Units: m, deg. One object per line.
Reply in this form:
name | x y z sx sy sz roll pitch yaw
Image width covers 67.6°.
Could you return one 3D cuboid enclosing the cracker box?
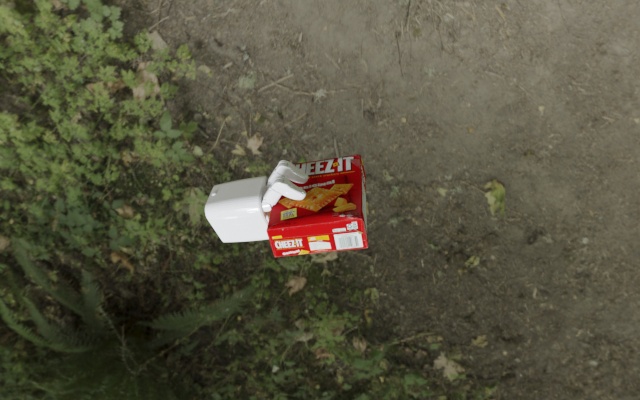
cracker box | 0.000 0.003 0.875 0.164 0.072 0.213 -7 35 9
